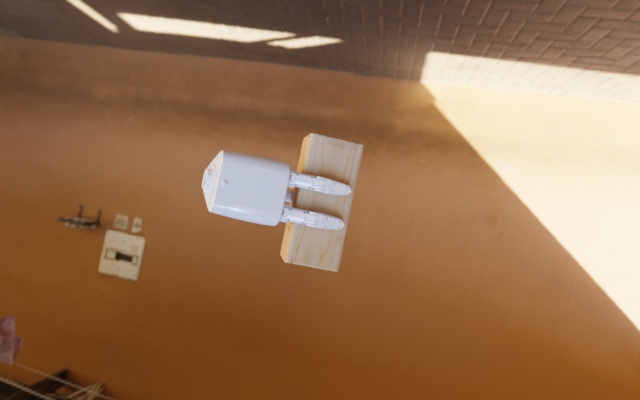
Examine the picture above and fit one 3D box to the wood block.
[{"bbox_3d":[0.000,0.003,0.792,0.090,0.206,0.091,12,0,-10],"label":"wood block"}]
